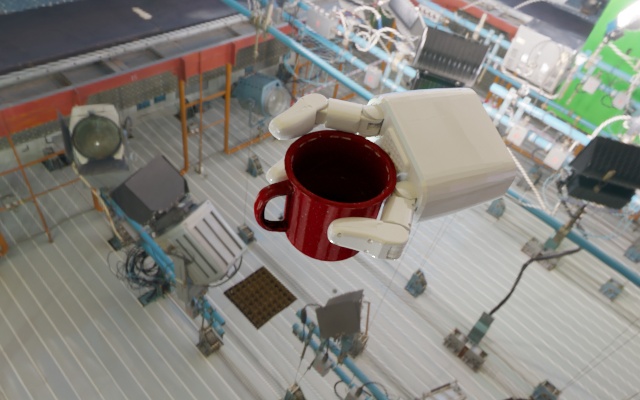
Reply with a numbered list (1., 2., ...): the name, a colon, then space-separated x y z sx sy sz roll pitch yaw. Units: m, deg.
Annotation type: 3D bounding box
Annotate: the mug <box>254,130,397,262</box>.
1. mug: -0.001 0.002 0.411 0.117 0.093 0.082 -12 -39 -22
